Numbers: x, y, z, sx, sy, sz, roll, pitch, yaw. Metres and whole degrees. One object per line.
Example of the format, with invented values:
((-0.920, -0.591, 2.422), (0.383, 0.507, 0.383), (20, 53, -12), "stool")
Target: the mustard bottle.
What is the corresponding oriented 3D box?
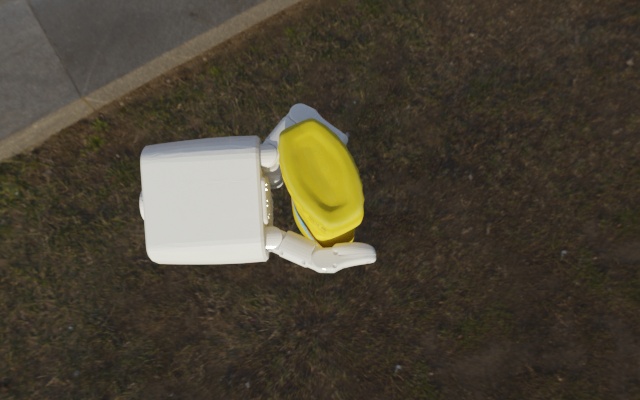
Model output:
((0.000, 0.001, 0.464), (0.058, 0.096, 0.192), (-27, -14, -7), "mustard bottle")
